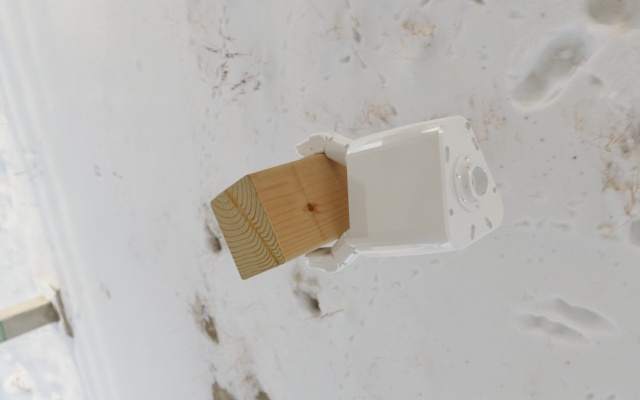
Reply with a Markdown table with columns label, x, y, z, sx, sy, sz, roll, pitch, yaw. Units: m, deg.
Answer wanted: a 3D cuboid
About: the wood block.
| label | x | y | z | sx | sy | sz | roll | pitch | yaw |
| --- | --- | --- | --- | --- | --- | --- | --- | --- | --- |
| wood block | 0.000 | 0.001 | 0.527 | 0.206 | 0.091 | 0.090 | -20 | -5 | -40 |
